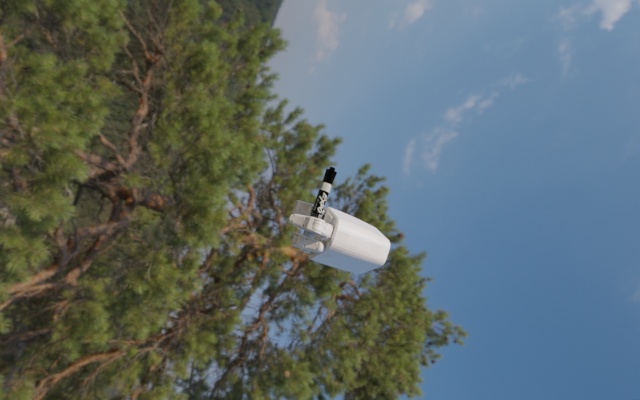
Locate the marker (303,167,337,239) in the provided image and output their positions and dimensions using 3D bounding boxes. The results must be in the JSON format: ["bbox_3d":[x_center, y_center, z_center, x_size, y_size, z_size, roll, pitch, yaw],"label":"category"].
[{"bbox_3d":[0.000,0.003,0.777,0.020,0.121,0.020,19,-7,2],"label":"marker"}]
